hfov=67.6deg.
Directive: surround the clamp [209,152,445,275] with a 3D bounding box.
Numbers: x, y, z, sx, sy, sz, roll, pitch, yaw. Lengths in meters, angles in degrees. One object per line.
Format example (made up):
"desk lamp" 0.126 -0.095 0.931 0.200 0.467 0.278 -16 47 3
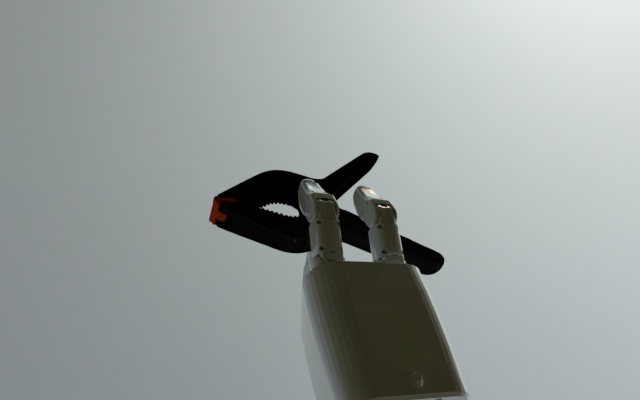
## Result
"clamp" -0.001 0.002 0.458 0.210 0.036 0.164 5 41 -21
